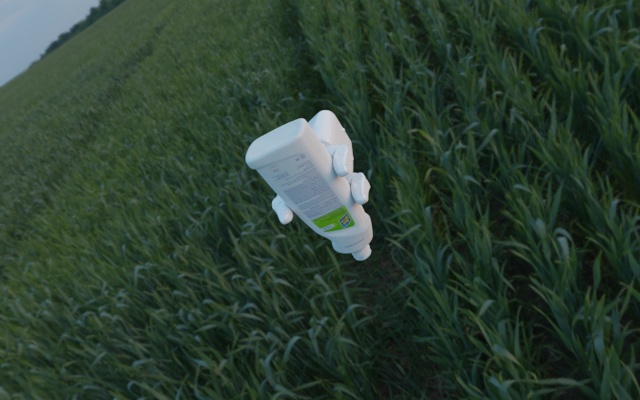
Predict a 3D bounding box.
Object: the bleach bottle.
[{"bbox_3d":[0.000,0.002,0.721,0.102,0.251,0.068,-22,33,21],"label":"bleach bottle"}]
